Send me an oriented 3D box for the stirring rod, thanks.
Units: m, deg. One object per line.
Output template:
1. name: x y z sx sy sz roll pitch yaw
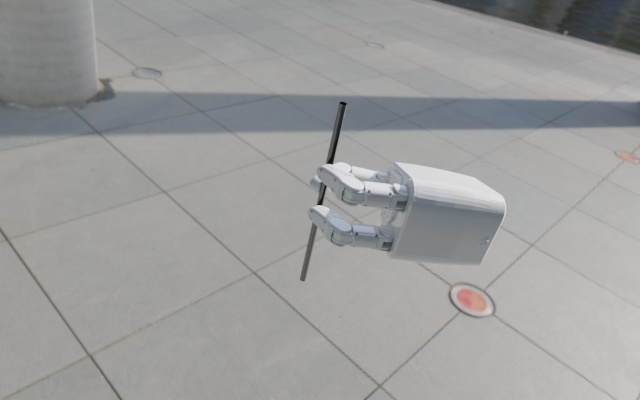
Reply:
1. stirring rod: 0.000 0.002 0.539 0.011 0.240 0.011 9 34 -6
